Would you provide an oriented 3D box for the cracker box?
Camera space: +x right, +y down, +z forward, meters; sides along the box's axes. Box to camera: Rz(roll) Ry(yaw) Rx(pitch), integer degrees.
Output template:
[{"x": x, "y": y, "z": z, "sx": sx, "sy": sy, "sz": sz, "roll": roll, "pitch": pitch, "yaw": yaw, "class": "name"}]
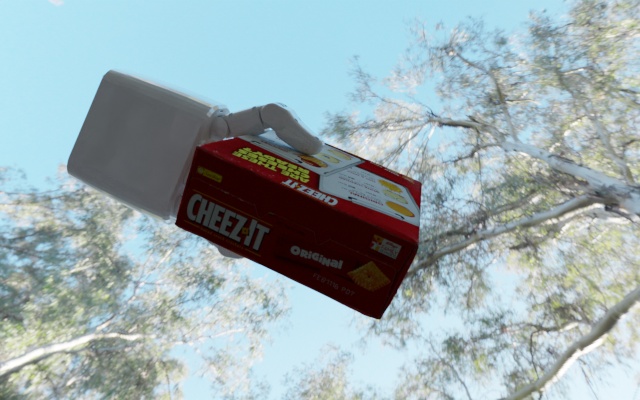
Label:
[{"x": 0.000, "y": 0.001, "z": 0.421, "sx": 0.164, "sy": 0.072, "sz": 0.213, "roll": 23, "pitch": 17, "yaw": 6, "class": "cracker box"}]
